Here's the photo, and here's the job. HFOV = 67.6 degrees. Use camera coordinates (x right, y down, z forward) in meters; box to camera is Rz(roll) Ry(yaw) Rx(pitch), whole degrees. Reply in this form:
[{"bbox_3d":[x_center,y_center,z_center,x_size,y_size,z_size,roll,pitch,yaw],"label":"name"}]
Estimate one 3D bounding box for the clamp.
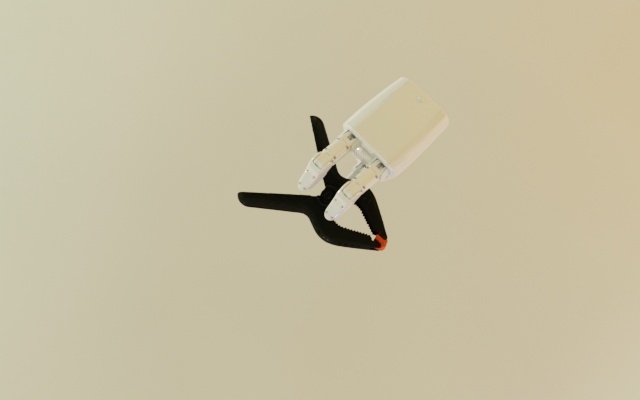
[{"bbox_3d":[0.001,0.003,0.654,0.164,0.210,0.036,-42,-15,-6],"label":"clamp"}]
